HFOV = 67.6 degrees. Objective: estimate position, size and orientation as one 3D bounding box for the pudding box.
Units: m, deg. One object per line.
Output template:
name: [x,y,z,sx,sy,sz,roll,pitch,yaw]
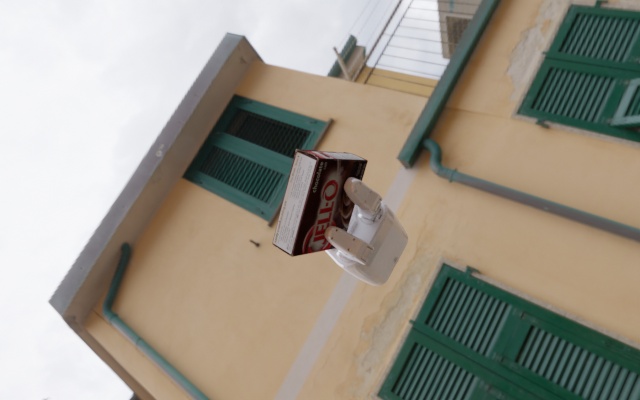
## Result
pudding box: [0.000,0.002,0.531,0.039,0.113,0.090,23,17,35]
